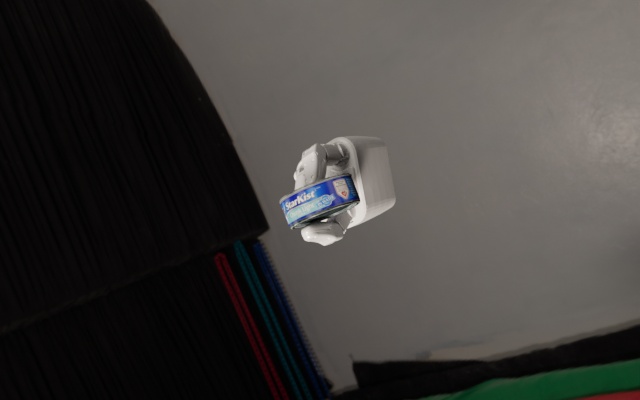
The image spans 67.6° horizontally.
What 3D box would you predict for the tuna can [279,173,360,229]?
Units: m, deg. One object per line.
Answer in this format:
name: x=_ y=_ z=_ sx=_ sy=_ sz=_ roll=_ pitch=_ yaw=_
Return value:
tuna can: x=0.000 y=0.002 z=0.528 sx=0.086 sy=0.033 sz=0.086 roll=-21 pitch=-7 yaw=-3
